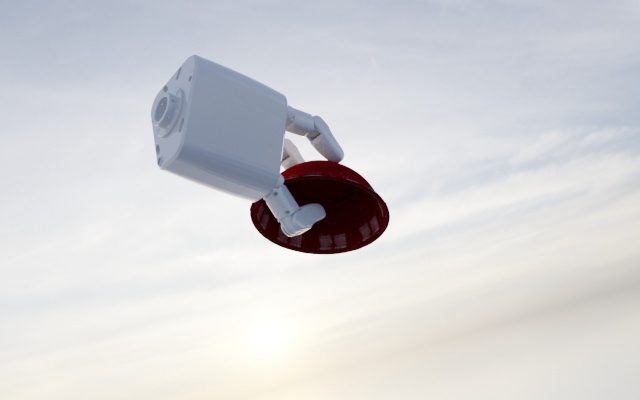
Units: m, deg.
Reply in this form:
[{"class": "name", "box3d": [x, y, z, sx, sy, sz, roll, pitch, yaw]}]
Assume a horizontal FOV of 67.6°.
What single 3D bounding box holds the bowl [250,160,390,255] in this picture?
[{"class": "bowl", "box3d": [0.001, 0.002, 0.567, 0.162, 0.055, 0.162, 2, -37, 1]}]
